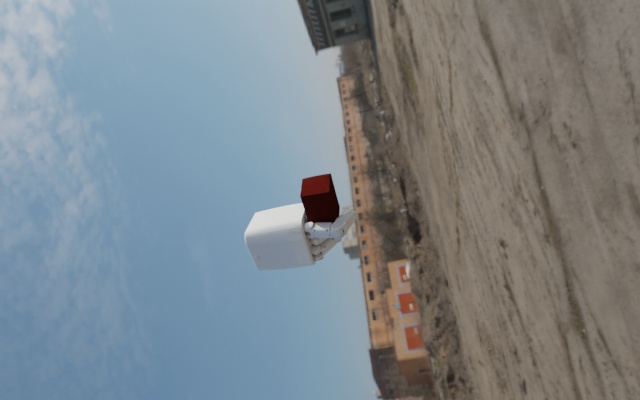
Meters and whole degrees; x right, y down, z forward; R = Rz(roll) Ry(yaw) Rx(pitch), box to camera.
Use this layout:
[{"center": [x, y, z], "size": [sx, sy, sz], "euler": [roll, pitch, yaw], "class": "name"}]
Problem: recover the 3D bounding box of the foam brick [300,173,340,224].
[{"center": [0.000, 0.002, 0.815], "size": [0.051, 0.078, 0.053], "euler": [-8, 38, 11], "class": "foam brick"}]
